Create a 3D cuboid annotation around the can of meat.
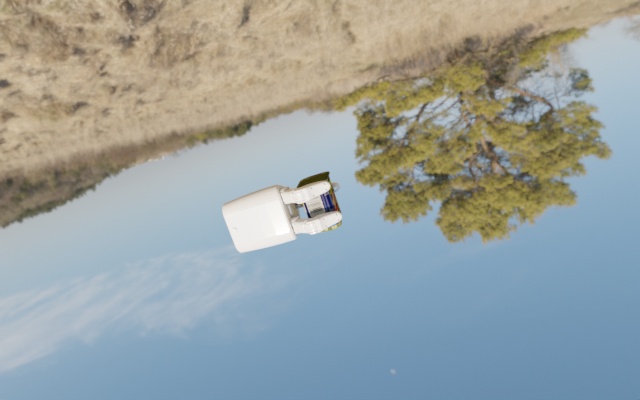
[{"bbox_3d":[0.000,0.003,0.832,0.057,0.084,0.102,-17,11,7],"label":"can of meat"}]
